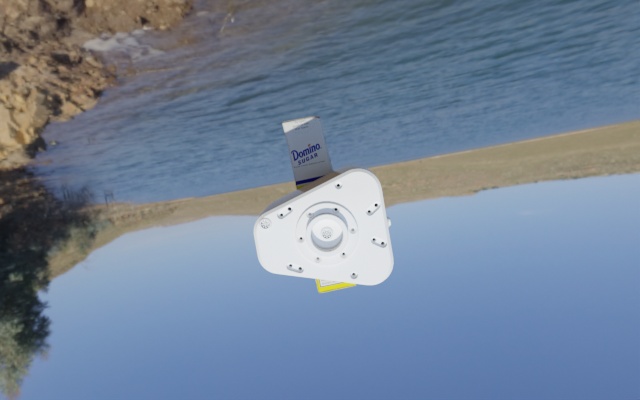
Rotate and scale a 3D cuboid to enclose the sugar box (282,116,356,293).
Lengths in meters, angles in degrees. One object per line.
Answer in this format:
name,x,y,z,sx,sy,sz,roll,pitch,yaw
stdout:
sugar box,0.001,0.002,0.518,0.048,0.176,0.093,-10,3,1
